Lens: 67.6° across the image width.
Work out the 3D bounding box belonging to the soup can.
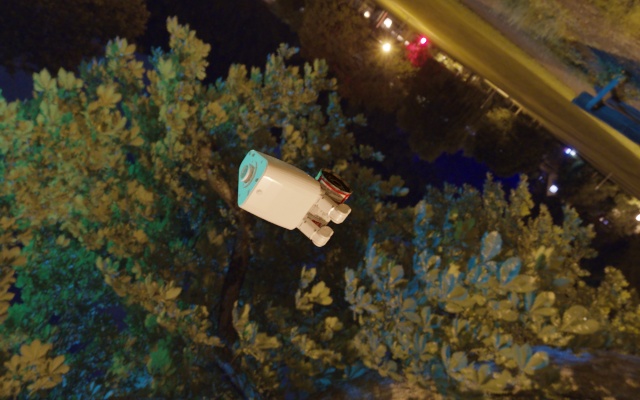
[{"bbox_3d":[0.000,0.003,0.851,0.068,0.102,0.068,32,21,-14],"label":"soup can"}]
